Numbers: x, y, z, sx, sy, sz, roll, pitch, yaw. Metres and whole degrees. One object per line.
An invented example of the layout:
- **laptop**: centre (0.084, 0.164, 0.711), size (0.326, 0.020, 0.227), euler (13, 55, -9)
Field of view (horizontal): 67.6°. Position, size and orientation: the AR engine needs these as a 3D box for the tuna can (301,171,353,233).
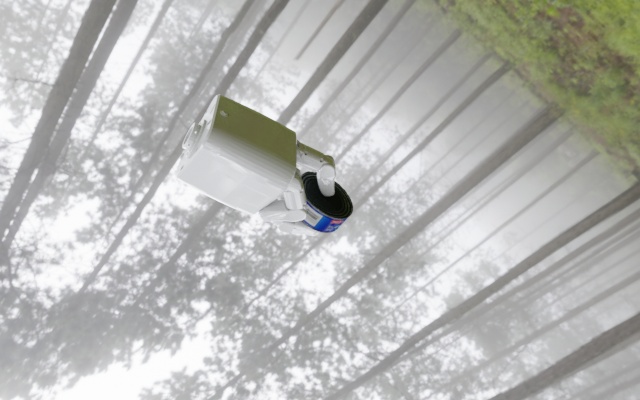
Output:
- **tuna can**: centre (0.000, 0.003, 0.651), size (0.086, 0.086, 0.034), euler (0, -41, -45)
